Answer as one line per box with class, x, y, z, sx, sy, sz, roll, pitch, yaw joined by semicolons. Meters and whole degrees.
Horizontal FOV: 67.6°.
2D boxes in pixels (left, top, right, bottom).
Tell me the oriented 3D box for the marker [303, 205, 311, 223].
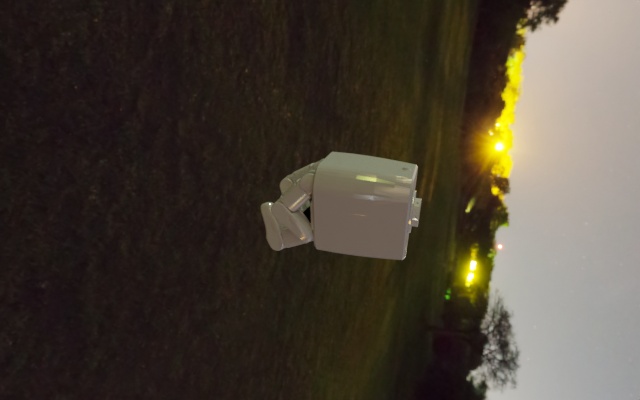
marker;0.000;0.002;0.615;0.020;0.020;0.121;0;19;16
